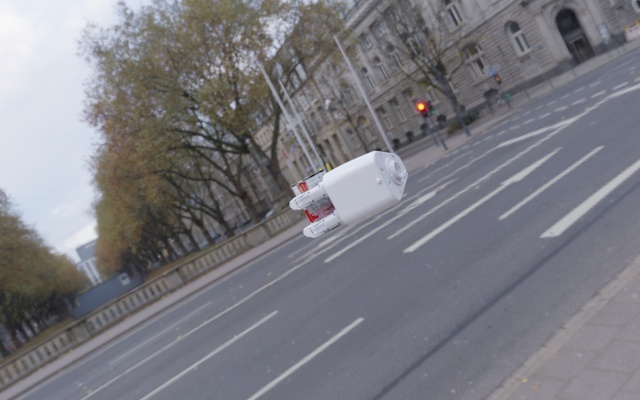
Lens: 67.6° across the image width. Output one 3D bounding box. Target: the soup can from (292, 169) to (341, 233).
[{"bbox_3d":[0.000,0.003,0.864,0.068,0.102,0.068,-28,3,2],"label":"soup can"}]
